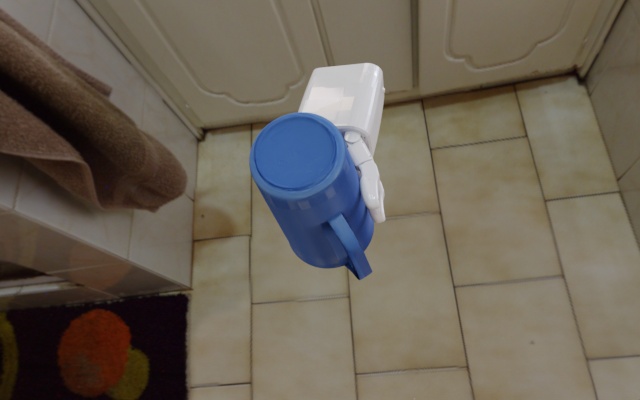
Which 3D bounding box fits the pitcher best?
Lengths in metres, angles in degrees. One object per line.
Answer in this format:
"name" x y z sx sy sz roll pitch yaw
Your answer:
"pitcher" 0.000 0.002 0.613 0.149 0.145 0.243 10 -20 15
